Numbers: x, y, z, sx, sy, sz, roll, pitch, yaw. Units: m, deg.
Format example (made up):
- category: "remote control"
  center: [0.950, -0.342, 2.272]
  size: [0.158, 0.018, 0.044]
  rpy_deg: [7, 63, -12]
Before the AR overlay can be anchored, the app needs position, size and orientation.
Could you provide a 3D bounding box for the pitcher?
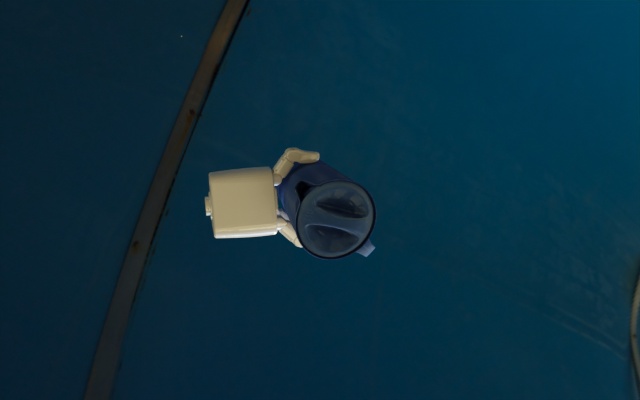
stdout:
- category: "pitcher"
  center: [0.000, 0.003, 0.842]
  size: [0.145, 0.149, 0.242]
  rpy_deg: [-5, 20, -15]
